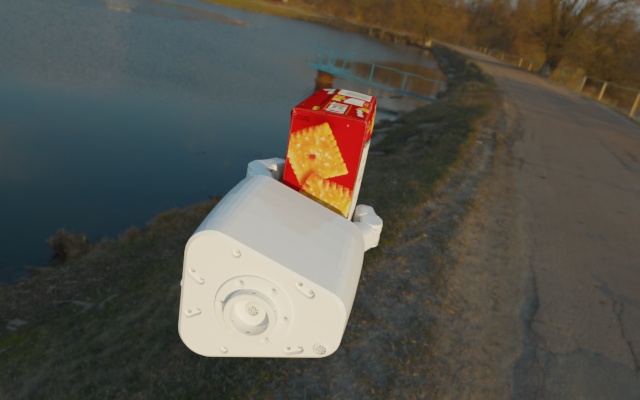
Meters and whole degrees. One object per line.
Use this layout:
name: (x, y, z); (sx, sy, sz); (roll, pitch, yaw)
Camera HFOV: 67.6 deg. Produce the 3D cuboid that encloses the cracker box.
cracker box: (0.000, 0.001, 0.491); (0.072, 0.214, 0.164); (13, 21, 4)
